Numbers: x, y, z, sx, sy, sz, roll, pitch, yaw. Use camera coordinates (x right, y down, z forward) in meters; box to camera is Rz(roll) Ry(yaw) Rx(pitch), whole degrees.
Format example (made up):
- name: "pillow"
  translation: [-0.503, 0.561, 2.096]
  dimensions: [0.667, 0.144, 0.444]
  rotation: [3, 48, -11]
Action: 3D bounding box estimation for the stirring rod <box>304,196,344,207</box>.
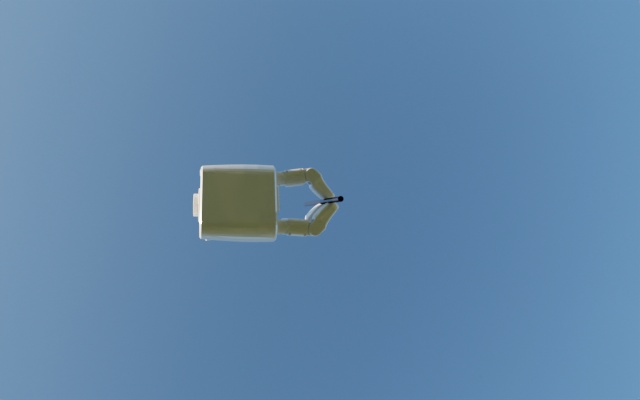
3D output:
- name: "stirring rod"
  translation: [0.000, 0.002, 0.750]
  dimensions: [0.011, 0.011, 0.239]
  rotation: [0, -2, -13]
